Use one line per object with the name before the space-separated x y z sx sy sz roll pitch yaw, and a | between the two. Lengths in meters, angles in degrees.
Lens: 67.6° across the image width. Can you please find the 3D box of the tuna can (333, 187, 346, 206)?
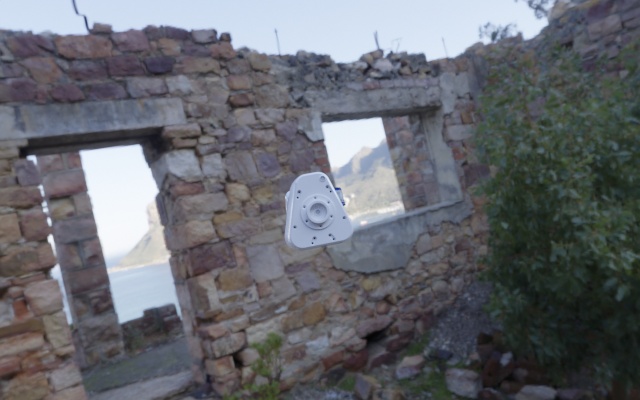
tuna can | 0.000 0.002 0.855 0.086 0.033 0.086 -14 -6 -1
